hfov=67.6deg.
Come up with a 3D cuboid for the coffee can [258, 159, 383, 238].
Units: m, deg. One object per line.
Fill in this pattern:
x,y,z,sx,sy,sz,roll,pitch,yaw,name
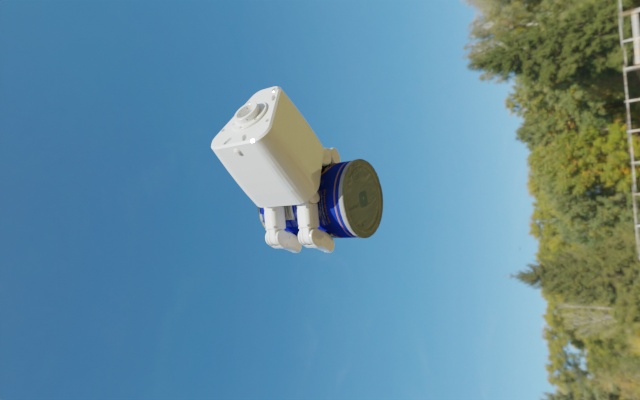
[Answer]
0.000,0.002,0.654,0.140,0.103,0.103,-5,-3,35,coffee can
